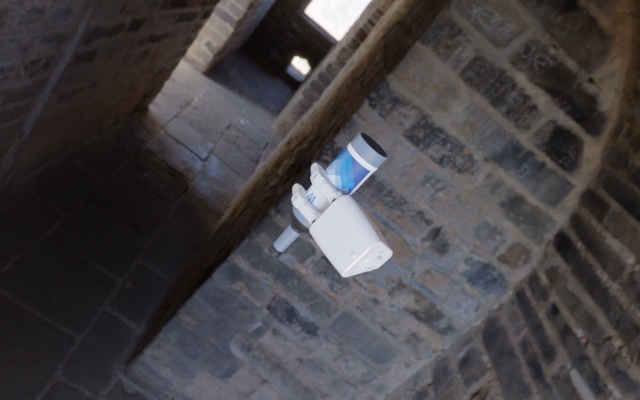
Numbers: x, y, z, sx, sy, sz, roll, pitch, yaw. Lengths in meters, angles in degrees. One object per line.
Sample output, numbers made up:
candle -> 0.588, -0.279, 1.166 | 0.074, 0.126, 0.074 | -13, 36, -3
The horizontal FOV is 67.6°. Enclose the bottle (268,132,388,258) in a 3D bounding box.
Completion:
bottle -> 0.000, 0.003, 0.891 | 0.296, 0.069, 0.069 | -47, -21, 21
